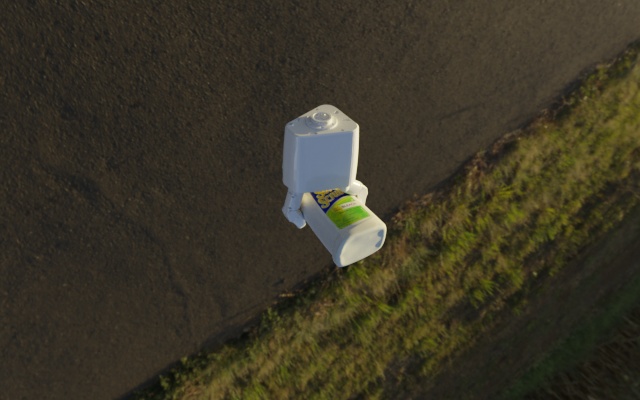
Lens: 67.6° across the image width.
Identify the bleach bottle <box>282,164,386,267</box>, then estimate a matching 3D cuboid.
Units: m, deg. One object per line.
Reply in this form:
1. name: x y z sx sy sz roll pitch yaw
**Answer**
1. bleach bottle: 0.000 0.003 0.834 0.102 0.068 0.250 -20 45 -27
